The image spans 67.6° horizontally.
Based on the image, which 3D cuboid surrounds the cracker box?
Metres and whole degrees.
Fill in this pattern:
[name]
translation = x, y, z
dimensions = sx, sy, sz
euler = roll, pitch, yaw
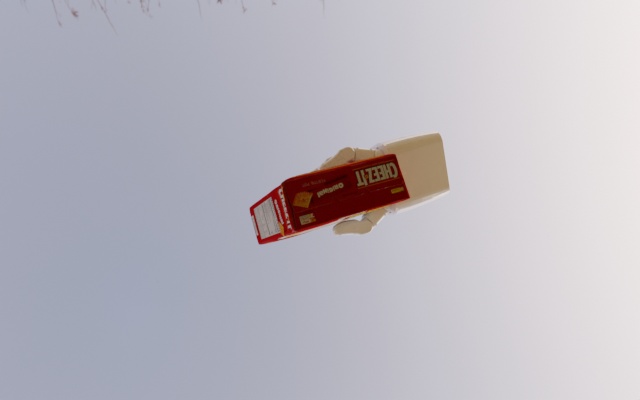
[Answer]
[cracker box]
translation = 0.000, 0.002, 0.684
dimensions = 0.164, 0.072, 0.214
euler = -16, -4, -21
